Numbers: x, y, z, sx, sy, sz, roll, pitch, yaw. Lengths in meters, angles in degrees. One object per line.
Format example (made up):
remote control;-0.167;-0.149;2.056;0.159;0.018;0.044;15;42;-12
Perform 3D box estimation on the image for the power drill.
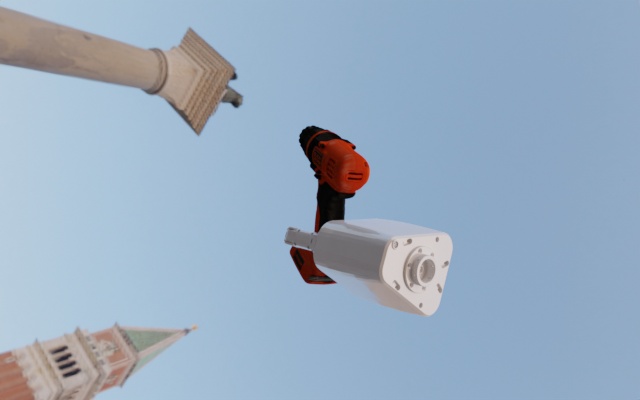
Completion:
power drill;0.000;0.003;0.638;0.057;0.188;0.184;1;21;-18
